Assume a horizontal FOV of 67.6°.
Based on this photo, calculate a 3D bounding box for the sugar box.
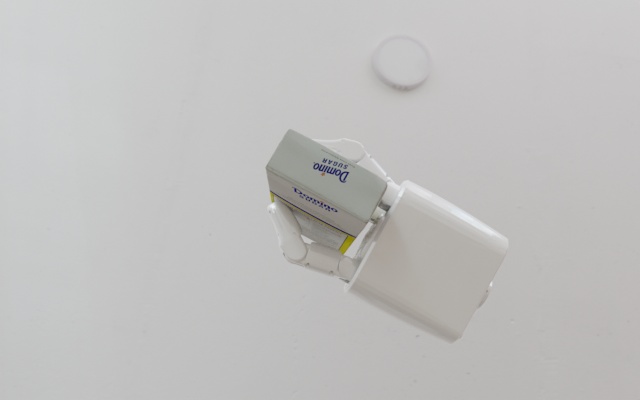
[{"bbox_3d":[0.000,0.001,0.451,0.093,0.048,0.176,29,-17,3],"label":"sugar box"}]
